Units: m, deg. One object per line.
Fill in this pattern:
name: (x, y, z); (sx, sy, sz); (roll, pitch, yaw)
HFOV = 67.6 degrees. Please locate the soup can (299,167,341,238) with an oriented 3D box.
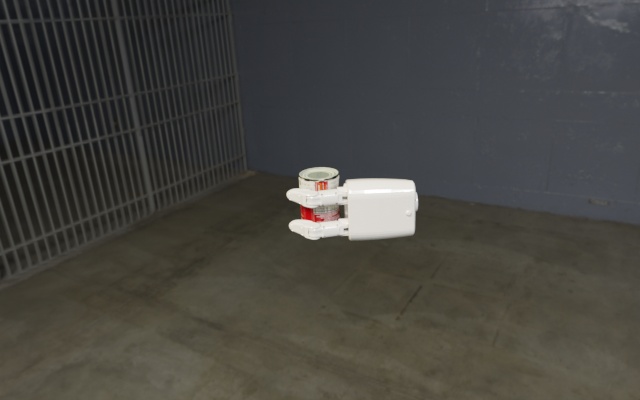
soup can: (0.000, 0.002, 0.797); (0.068, 0.102, 0.068); (-3, 21, 1)
